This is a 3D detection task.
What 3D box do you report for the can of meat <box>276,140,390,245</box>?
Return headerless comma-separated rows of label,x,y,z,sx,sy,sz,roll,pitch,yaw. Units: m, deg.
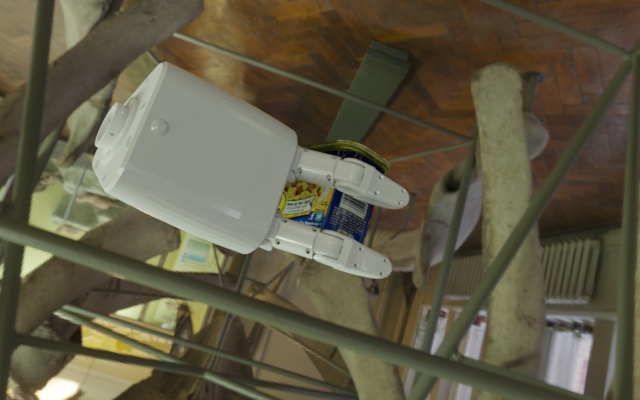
can of meat,0.000,0.002,0.405,0.057,0.084,0.102,29,-18,-37
